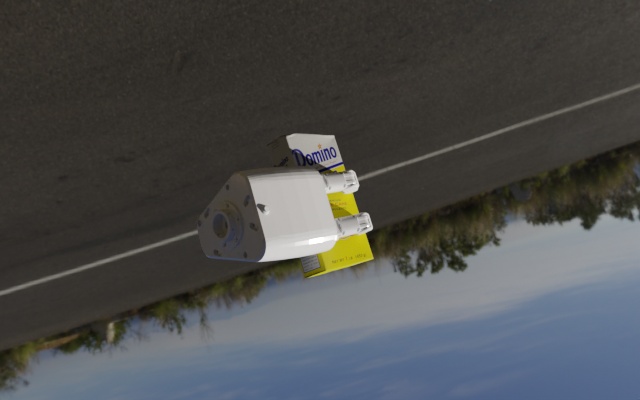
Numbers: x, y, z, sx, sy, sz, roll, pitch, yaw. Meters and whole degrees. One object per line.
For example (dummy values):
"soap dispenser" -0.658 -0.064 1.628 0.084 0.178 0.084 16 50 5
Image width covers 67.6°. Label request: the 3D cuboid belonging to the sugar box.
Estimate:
"sugar box" 0.000 0.002 0.609 0.093 0.176 0.048 -7 -12 -46
